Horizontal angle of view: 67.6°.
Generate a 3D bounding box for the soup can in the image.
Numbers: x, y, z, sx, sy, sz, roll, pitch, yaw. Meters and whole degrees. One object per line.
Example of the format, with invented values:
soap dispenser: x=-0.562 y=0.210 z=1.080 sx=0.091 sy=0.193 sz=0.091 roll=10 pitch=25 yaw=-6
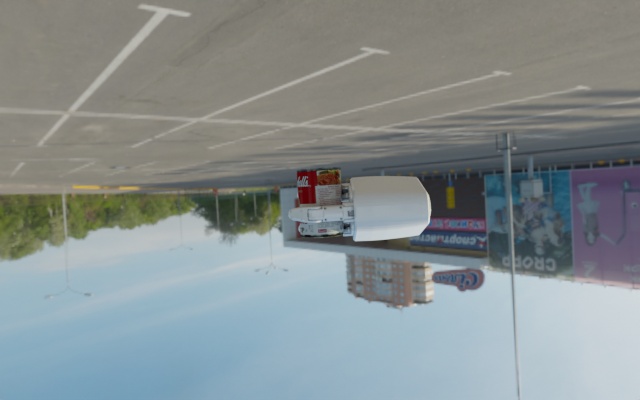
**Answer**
soup can: x=0.000 y=0.003 z=0.726 sx=0.068 sy=0.102 sz=0.068 roll=-3 pitch=2 yaw=0
